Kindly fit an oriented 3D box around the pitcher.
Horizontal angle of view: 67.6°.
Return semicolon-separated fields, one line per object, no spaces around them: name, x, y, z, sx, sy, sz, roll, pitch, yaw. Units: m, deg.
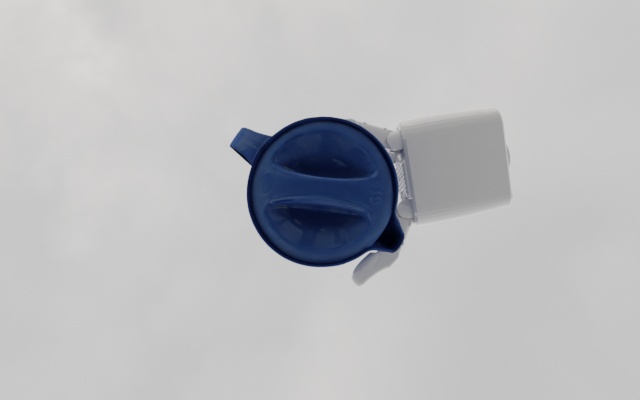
pitcher;0.000;0.002;0.527;0.145;0.149;0.243;-13;-9;1
